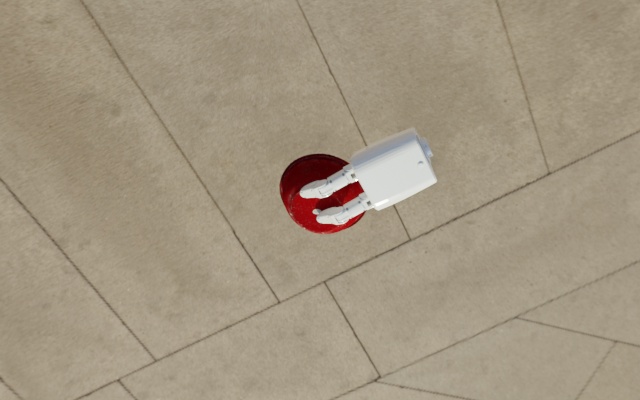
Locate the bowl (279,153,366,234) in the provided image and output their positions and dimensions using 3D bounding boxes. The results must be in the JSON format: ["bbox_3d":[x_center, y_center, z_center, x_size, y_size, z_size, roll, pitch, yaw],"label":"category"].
[{"bbox_3d":[-0.001,0.004,0.821,0.162,0.162,0.055,0,33,15],"label":"bowl"}]
